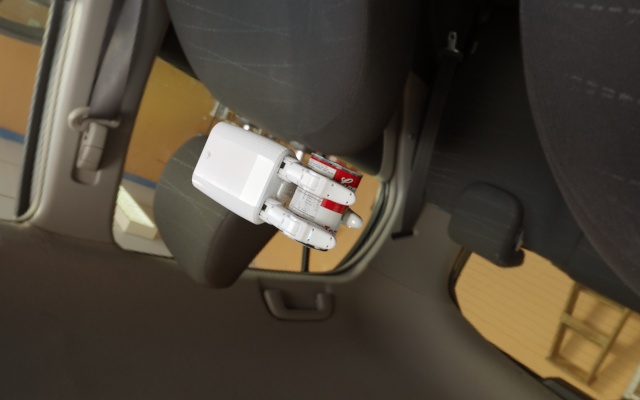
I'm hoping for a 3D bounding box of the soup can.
[{"bbox_3d":[0.000,0.002,0.578,0.068,0.102,0.068,24,5,-2],"label":"soup can"}]
